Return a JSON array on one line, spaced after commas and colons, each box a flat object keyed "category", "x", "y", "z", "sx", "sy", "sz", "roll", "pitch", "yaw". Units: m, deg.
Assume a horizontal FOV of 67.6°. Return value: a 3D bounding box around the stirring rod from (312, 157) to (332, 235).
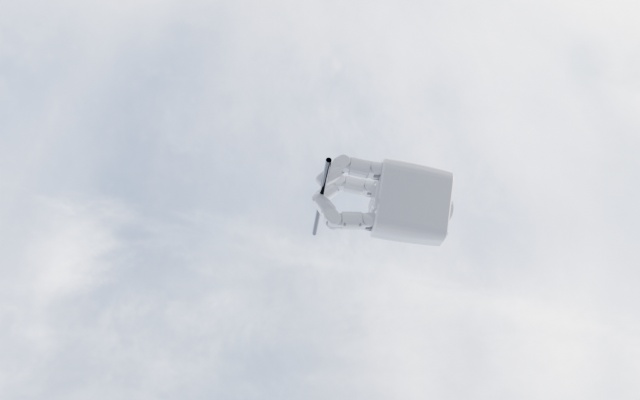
[{"category": "stirring rod", "x": 0.000, "y": 0.002, "z": 0.722, "sx": 0.011, "sy": 0.011, "sz": 0.240, "roll": 0, "pitch": -27, "yaw": -6}]
